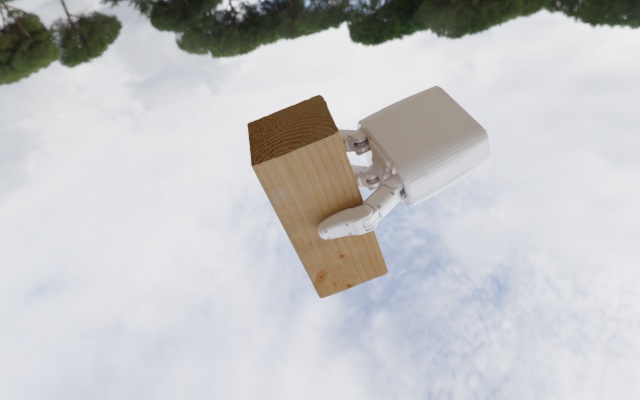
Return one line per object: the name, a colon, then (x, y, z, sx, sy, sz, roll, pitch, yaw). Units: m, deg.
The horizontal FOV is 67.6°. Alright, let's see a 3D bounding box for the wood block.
wood block: (0.001, 0.002, 0.539, 0.090, 0.206, 0.090, -21, 37, 3)
